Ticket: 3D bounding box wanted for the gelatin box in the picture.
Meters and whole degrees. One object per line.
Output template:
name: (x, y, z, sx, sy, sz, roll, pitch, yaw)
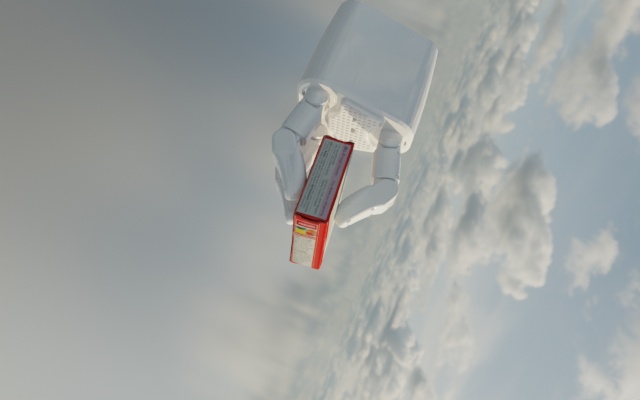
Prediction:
gelatin box: (0.000, 0.002, 0.402, 0.030, 0.089, 0.073, 15, -36, 4)
